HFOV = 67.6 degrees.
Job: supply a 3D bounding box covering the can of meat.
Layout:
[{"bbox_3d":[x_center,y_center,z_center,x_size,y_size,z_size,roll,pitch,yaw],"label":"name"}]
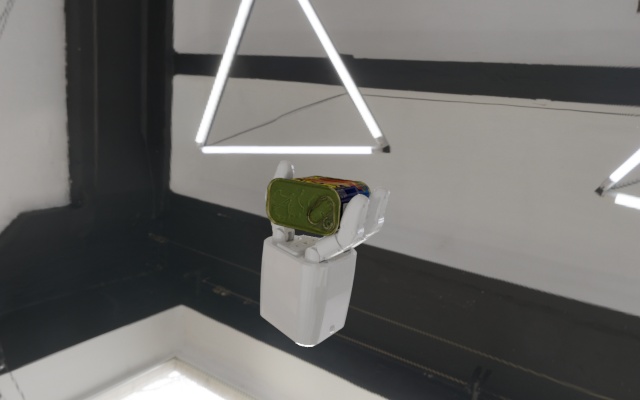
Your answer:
[{"bbox_3d":[0.000,0.002,0.577,0.102,0.057,0.084,10,12,32],"label":"can of meat"}]
